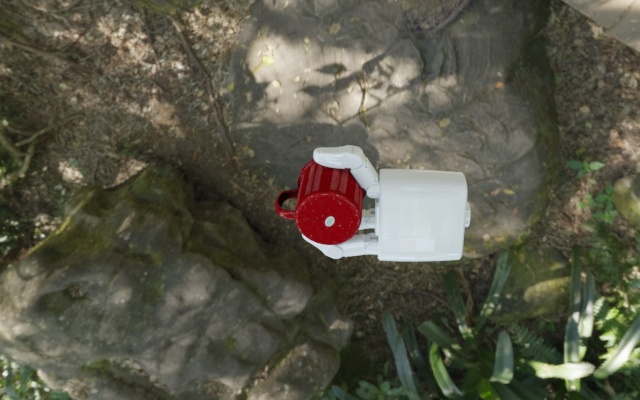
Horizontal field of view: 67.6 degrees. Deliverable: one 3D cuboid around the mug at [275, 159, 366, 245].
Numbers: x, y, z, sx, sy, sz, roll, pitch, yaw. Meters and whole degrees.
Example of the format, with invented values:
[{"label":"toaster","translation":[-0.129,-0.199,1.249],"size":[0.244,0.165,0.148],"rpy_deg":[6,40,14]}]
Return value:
[{"label":"mug","translation":[-0.001,0.002,0.602],"size":[0.117,0.093,0.081],"rpy_deg":[-1,34,6]}]
